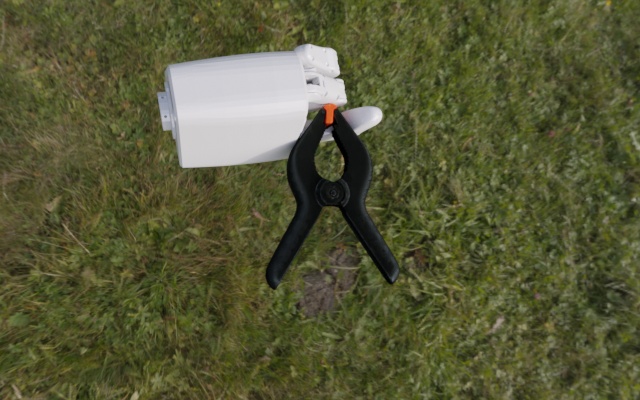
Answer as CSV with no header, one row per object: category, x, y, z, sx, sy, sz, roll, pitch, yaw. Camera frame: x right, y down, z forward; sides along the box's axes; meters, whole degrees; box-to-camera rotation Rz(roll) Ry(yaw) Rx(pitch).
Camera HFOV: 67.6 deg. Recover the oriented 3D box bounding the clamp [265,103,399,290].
clamp,0.000,0.001,0.433,0.120,0.171,0.039,-9,-6,-14
